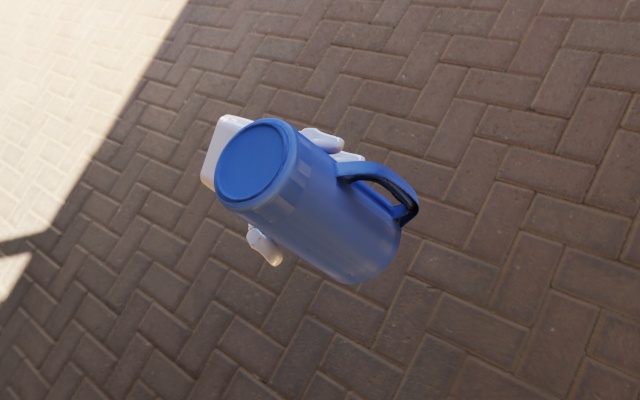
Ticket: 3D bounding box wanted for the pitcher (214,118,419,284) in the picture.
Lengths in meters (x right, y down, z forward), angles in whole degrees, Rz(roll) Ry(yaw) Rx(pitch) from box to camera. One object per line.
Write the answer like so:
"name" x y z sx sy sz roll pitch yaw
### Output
"pitcher" 0.000 0.002 0.568 0.145 0.149 0.243 27 -6 39
